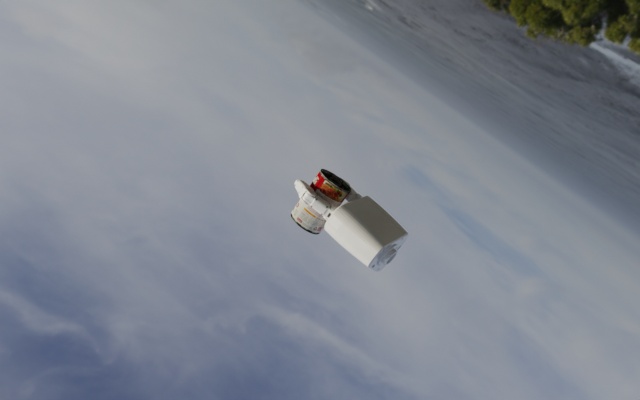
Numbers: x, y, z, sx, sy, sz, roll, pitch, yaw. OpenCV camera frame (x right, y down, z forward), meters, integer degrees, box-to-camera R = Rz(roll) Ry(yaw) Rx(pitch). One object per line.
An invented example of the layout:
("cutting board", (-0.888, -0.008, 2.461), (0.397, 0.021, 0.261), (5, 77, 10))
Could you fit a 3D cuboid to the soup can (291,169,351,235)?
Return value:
("soup can", (0.000, 0.003, 0.871), (0.068, 0.102, 0.068), (32, 17, -11))
